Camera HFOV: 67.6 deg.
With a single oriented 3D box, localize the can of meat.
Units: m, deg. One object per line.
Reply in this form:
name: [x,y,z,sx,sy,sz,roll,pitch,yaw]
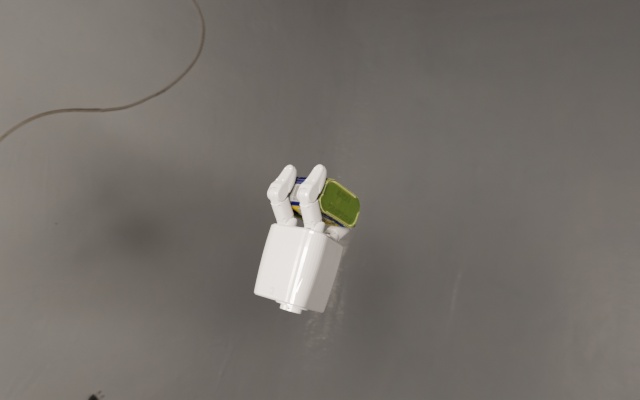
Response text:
can of meat: [0.000,0.002,0.725,0.084,0.057,0.102,6,-18,41]
